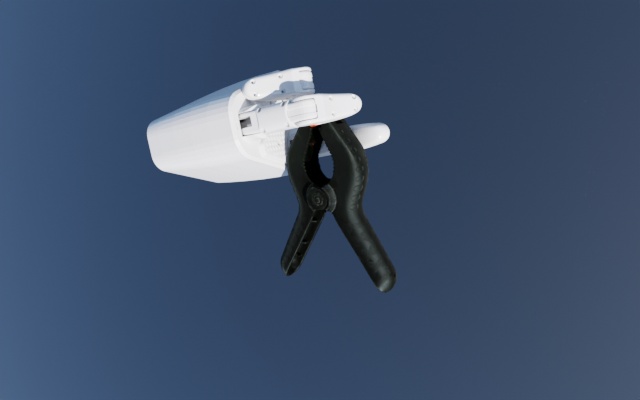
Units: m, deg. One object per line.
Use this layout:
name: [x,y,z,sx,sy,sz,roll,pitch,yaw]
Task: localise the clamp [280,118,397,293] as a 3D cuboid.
clamp: [0.000,0.001,0.434,0.120,0.171,0.039,-8,7,29]
